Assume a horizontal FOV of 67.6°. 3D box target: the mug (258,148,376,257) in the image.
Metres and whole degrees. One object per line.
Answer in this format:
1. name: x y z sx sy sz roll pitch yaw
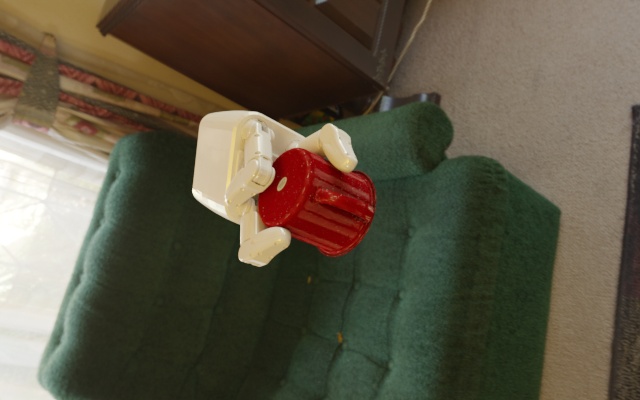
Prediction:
1. mug: 0.001 0.002 0.456 0.081 0.093 0.117 24 -5 -36
